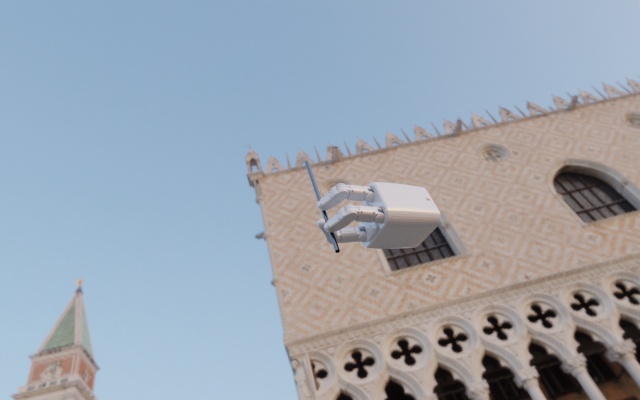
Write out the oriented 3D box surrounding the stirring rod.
[{"bbox_3d":[0.000,0.003,0.840,0.011,0.011,0.239,0,40,-17],"label":"stirring rod"}]
